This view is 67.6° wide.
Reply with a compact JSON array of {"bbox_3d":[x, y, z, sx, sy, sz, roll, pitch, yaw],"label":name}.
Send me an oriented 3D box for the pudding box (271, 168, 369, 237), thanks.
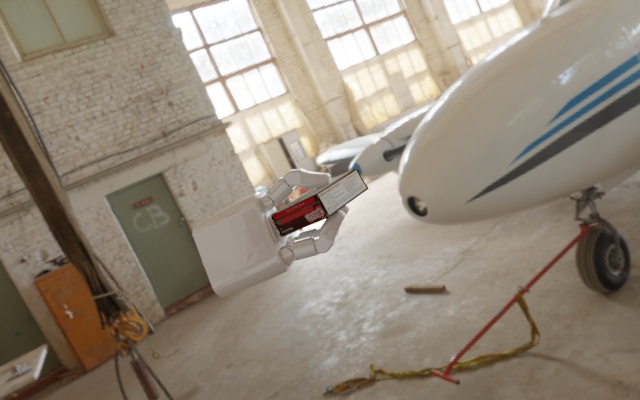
[{"bbox_3d":[0.000,0.002,0.650,0.090,0.039,0.113,-23,8,39],"label":"pudding box"}]
